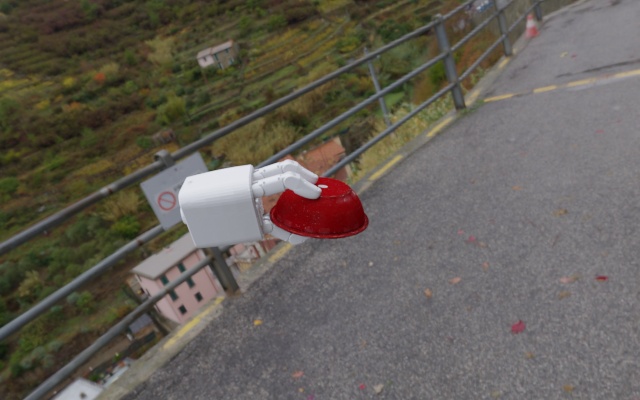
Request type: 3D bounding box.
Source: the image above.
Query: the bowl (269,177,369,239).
[{"bbox_3d":[0.001,0.002,0.762,0.162,0.055,0.162,5,21,-2],"label":"bowl"}]
